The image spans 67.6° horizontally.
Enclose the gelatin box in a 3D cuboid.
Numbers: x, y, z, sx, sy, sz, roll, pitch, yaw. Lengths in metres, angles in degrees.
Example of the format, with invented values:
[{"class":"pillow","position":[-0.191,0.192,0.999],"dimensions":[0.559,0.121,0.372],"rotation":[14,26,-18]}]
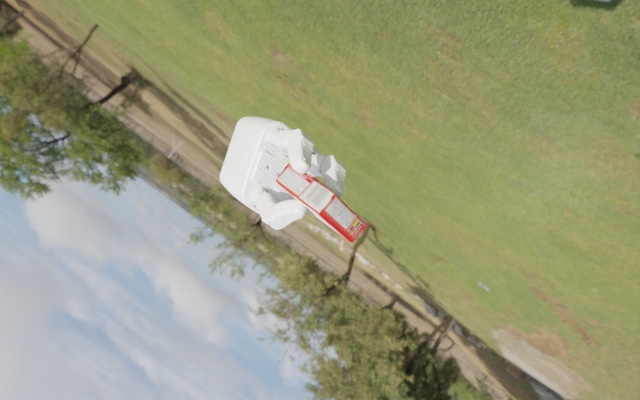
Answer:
[{"class":"gelatin box","position":[0.000,0.002,0.531],"dimensions":[0.089,0.030,0.073],"rotation":[36,-5,45]}]
